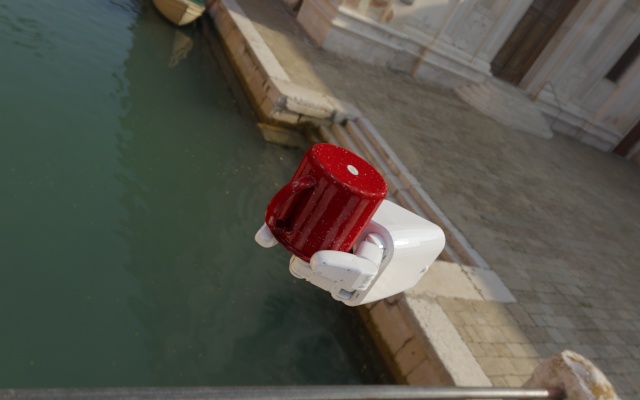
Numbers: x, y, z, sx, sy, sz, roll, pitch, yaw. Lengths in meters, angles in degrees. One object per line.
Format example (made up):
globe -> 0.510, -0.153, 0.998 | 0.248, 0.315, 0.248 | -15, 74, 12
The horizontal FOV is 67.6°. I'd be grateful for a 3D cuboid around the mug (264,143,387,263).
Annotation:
mug -> -0.001, 0.001, 0.432 | 0.117, 0.081, 0.093 | -1, 40, -46
